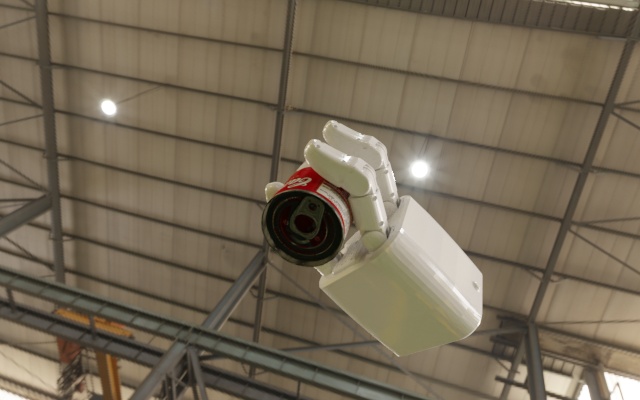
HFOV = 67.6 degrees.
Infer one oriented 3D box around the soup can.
[{"bbox_3d":[0.000,0.001,0.412,0.068,0.068,0.102,0,25,19],"label":"soup can"}]
